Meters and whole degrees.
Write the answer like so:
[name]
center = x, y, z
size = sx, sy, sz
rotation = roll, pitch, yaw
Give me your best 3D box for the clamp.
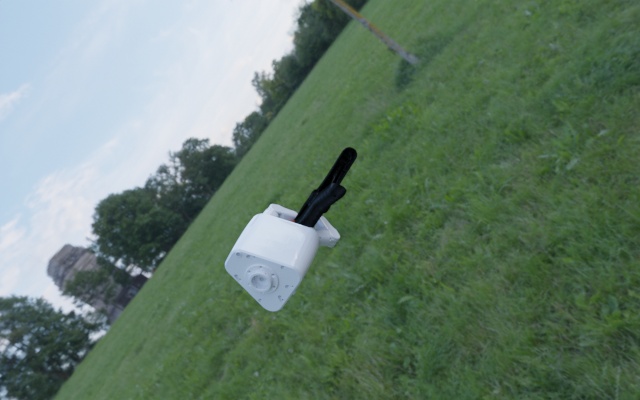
[clamp]
center = 0.000, 0.002, 0.751
size = 0.039, 0.171, 0.120
rotation = 33, 28, -3
